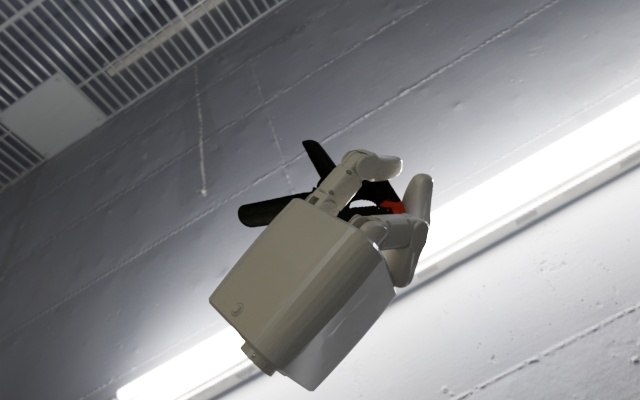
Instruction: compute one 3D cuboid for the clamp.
[{"bbox_3d":[0.001,0.002,0.448,0.171,0.120,0.039,26,-21,48],"label":"clamp"}]
